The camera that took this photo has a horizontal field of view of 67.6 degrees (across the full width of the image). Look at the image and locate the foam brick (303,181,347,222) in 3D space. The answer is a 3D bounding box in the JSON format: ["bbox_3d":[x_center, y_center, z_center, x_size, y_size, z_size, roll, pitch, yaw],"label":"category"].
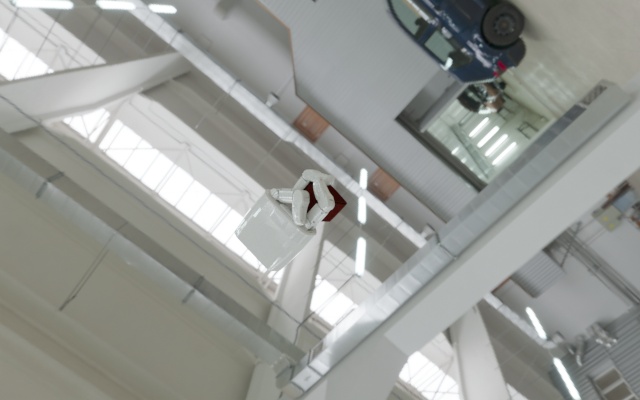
[{"bbox_3d":[0.000,0.003,0.880,0.053,0.051,0.078,50,21,24],"label":"foam brick"}]
